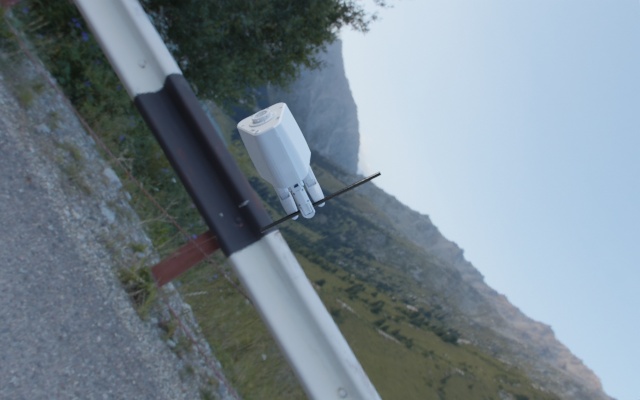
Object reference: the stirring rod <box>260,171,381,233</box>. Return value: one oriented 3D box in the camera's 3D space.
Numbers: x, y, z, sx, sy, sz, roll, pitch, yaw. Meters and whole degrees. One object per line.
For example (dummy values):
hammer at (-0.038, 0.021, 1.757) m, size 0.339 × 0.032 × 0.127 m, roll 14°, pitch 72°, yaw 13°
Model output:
stirring rod at (0.000, 0.003, 0.862) m, size 0.239 × 0.011 × 0.011 m, roll -26°, pitch 0°, yaw -1°
